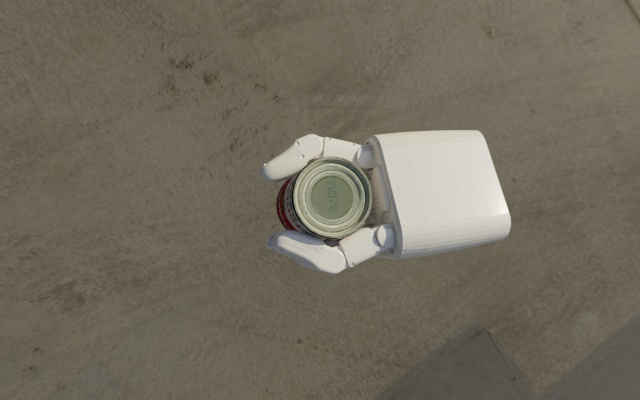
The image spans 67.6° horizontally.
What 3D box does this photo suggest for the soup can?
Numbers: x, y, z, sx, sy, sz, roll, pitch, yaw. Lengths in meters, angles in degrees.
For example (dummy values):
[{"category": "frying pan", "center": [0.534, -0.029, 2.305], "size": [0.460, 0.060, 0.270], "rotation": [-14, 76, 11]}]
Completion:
[{"category": "soup can", "center": [0.000, 0.001, 0.425], "size": [0.068, 0.068, 0.102], "rotation": [0, -4, -12]}]
